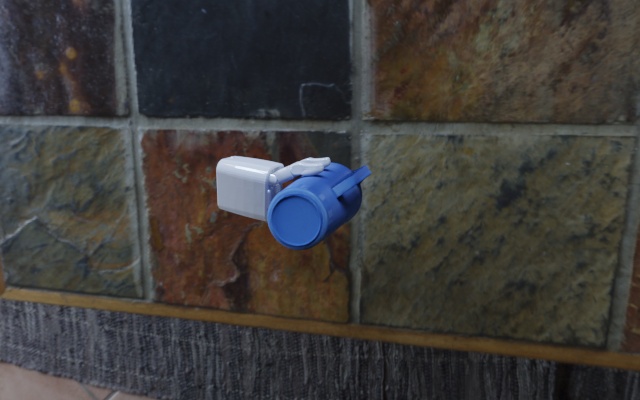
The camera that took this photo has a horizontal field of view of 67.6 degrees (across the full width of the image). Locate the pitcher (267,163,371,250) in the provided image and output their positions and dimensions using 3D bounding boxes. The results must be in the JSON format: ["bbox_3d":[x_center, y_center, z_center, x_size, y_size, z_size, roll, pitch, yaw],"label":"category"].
[{"bbox_3d":[0.000,0.003,0.895,0.145,0.149,0.242,14,15,13],"label":"pitcher"}]
